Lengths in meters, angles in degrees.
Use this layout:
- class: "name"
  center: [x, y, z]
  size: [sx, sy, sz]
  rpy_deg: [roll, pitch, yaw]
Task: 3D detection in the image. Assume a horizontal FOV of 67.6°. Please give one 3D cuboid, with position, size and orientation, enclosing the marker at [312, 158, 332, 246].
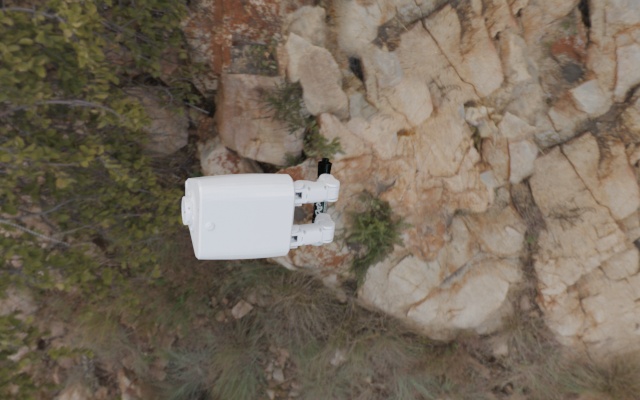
- class: "marker"
  center: [0.000, 0.002, 0.642]
  size: [0.020, 0.121, 0.020]
  rpy_deg: [6, 19, -2]
